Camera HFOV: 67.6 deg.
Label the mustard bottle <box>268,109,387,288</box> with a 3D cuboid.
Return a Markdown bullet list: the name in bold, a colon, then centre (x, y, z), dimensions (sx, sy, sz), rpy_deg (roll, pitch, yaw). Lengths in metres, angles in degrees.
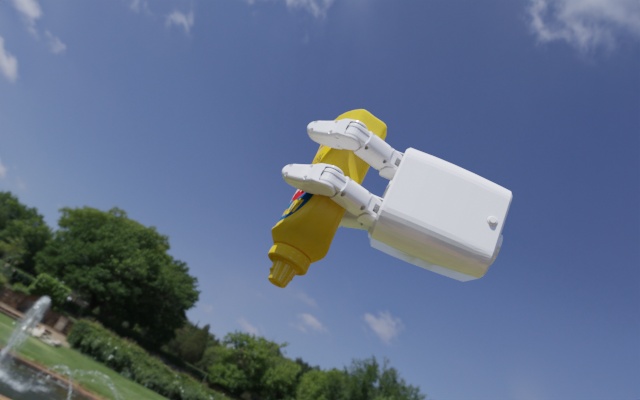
- **mustard bottle**: centre (0.000, 0.001, 0.484), dimensions (0.058, 0.191, 0.096), rpy_deg (34, -26, -13)
